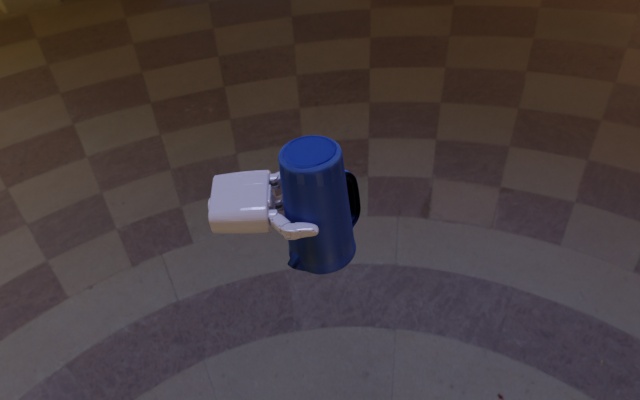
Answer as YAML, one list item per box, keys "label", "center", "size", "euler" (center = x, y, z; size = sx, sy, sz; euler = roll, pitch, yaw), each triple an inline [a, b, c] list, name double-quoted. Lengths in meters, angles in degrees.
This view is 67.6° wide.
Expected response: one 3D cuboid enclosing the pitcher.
- label: "pitcher"
  center: [0.000, 0.003, 0.872]
  size: [0.145, 0.243, 0.149]
  euler: [-3, 40, 5]
